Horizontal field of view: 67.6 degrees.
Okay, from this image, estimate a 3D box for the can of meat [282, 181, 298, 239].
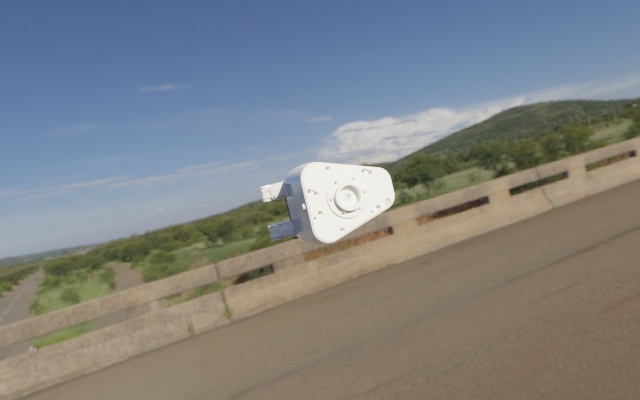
[{"bbox_3d":[0.000,0.002,0.682,0.102,0.084,0.057,-13,1,-9],"label":"can of meat"}]
